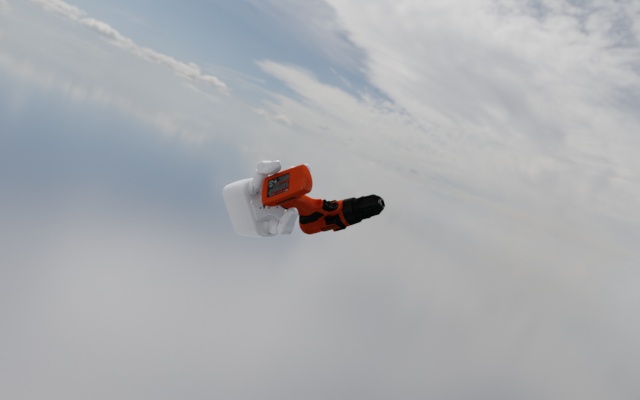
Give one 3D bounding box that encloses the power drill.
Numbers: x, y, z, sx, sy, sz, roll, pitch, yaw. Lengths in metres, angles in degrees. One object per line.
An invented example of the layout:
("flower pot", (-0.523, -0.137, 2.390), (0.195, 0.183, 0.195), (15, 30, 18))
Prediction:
("power drill", (0.000, 0.003, 0.867), (0.184, 0.057, 0.188), (-19, -34, 31))
